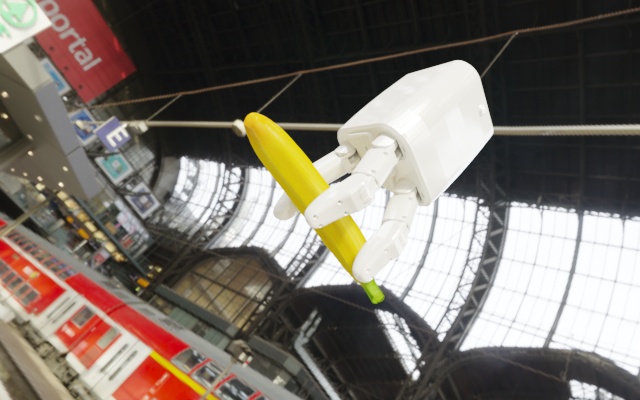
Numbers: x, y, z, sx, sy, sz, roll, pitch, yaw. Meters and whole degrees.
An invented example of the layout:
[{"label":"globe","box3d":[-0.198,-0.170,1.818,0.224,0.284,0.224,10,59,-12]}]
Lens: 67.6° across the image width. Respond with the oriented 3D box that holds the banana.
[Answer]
[{"label":"banana","box3d":[-0.002,0.002,0.431,0.037,0.198,0.069,-38,12,-5]}]
